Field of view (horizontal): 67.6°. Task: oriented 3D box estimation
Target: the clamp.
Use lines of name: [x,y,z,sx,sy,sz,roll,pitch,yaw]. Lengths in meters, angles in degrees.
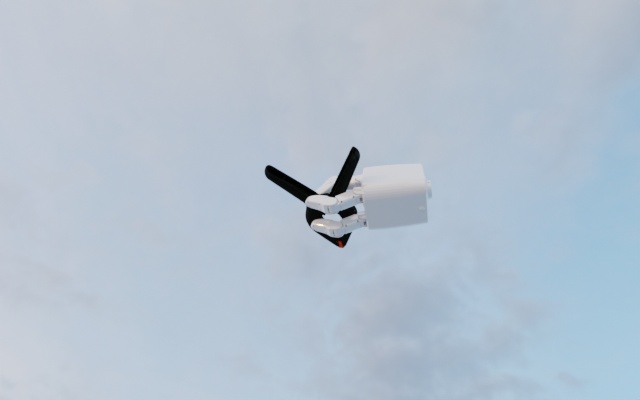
clamp: [0.001,0.003,0.843,0.164,0.210,0.036,-5,39,11]
